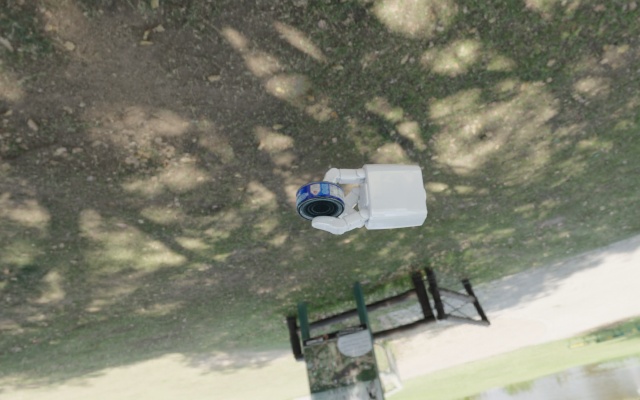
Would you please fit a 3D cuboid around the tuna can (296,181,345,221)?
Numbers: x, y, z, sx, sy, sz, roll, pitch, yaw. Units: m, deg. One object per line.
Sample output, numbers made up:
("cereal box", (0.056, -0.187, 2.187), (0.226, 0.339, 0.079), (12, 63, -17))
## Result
("tuna can", (0.000, 0.003, 0.834), (0.086, 0.033, 0.086), (-2, -31, -1))
